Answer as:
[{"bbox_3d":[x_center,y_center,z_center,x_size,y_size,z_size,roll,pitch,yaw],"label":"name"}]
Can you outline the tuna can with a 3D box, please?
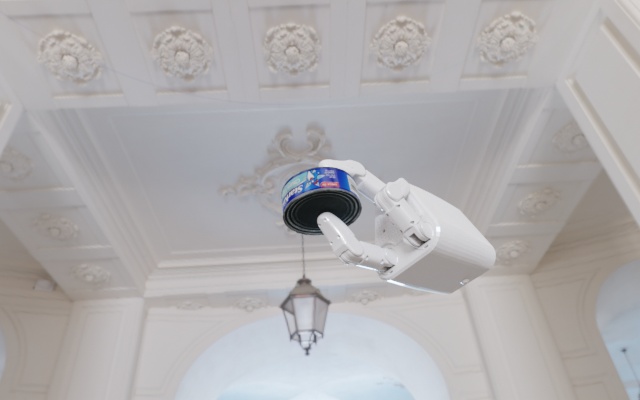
[{"bbox_3d":[0.000,0.001,0.522,0.086,0.033,0.086,-7,-35,-5],"label":"tuna can"}]
